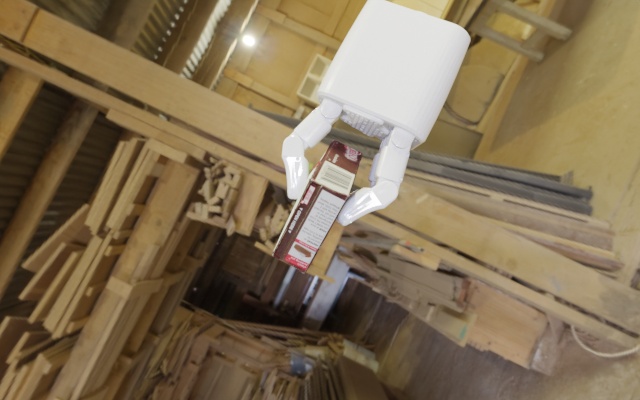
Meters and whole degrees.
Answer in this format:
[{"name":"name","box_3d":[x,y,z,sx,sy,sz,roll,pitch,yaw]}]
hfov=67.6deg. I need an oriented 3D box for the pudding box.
[{"name":"pudding box","box_3d":[0.000,0.001,0.455,0.039,0.090,0.113,28,27,1]}]
